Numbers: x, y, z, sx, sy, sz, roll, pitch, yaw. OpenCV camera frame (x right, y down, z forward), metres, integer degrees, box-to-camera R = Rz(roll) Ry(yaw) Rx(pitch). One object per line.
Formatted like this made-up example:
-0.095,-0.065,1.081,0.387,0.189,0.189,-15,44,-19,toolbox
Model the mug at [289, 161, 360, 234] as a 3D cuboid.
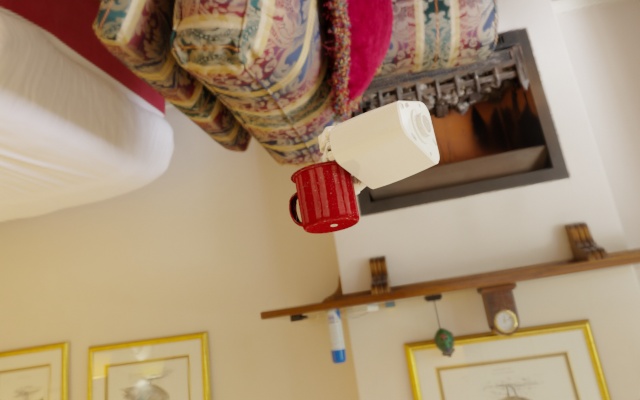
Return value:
-0.001,0.003,0.687,0.117,0.081,0.093,-21,-19,33,mug
